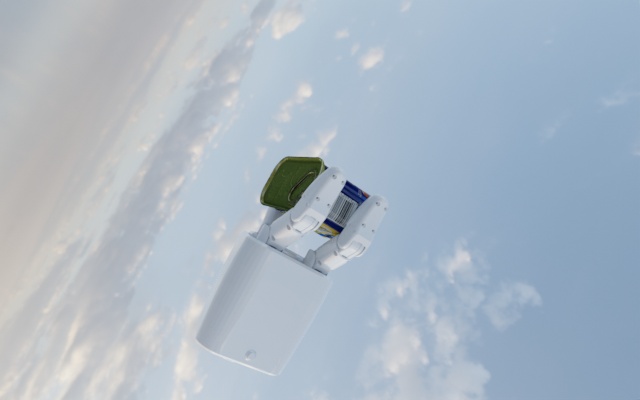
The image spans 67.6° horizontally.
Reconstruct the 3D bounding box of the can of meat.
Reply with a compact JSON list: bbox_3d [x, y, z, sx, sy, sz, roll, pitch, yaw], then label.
[{"bbox_3d":[0.000,0.002,0.479,0.084,0.057,0.102,32,-11,-28],"label":"can of meat"}]
